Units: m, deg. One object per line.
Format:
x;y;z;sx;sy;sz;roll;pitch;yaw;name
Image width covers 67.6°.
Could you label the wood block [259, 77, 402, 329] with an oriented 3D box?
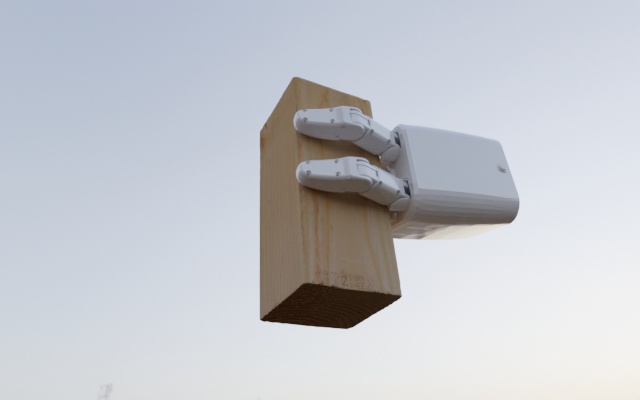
0.000;0.002;0.440;0.090;0.206;0.091;12;-36;-24;wood block
